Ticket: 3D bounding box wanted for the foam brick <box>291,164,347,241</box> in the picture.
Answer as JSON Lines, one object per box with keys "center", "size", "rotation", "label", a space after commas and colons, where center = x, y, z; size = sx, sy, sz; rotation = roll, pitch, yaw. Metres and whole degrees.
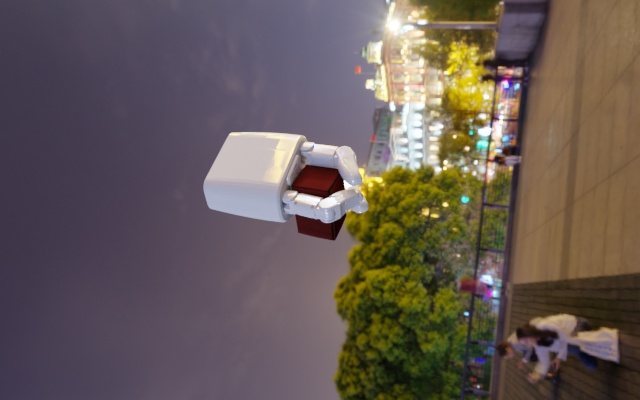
{"center": [0.000, 0.002, 0.606], "size": [0.051, 0.078, 0.053], "rotation": [8, 38, 19], "label": "foam brick"}
